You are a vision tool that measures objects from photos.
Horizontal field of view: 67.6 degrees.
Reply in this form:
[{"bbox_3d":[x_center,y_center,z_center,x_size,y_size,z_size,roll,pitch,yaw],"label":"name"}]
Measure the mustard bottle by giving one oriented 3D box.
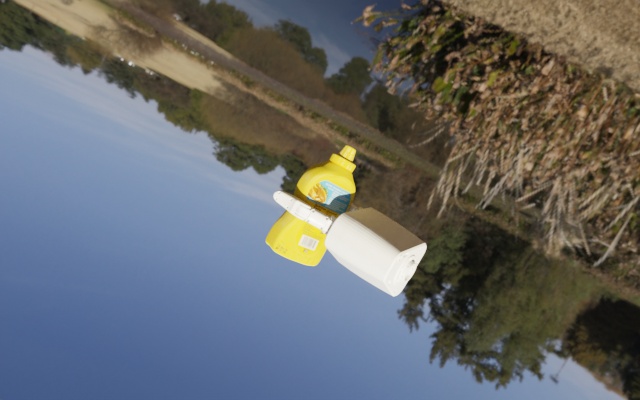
[{"bbox_3d":[0.000,0.002,0.733,0.096,0.191,0.058,26,7,-36],"label":"mustard bottle"}]
